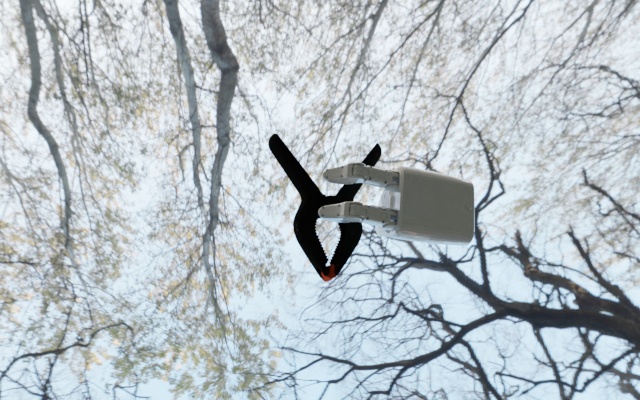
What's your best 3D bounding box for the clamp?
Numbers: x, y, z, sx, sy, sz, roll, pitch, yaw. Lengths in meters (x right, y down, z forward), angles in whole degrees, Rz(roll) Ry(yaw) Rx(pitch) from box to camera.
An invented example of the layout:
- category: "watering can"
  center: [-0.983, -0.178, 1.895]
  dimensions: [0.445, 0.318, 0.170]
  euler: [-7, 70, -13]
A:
- category: "clamp"
  center: [0.000, 0.003, 0.652]
  dimensions: [0.164, 0.210, 0.036]
  euler: [10, -21, -10]
